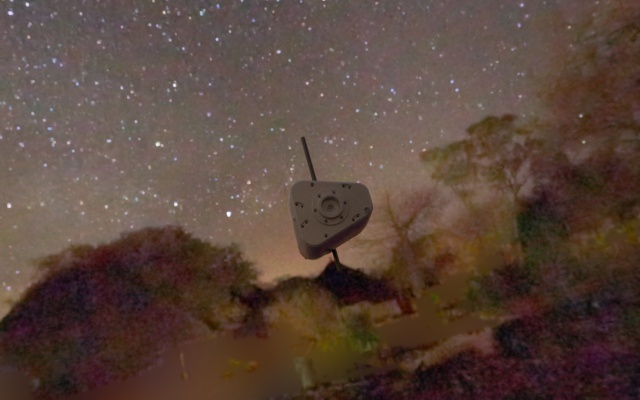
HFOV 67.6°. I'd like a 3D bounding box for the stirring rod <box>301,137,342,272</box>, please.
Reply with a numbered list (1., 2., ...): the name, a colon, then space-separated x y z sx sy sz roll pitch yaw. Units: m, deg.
1. stirring rod: 0.000 0.003 0.809 0.011 0.239 0.011 -15 -13 -4
